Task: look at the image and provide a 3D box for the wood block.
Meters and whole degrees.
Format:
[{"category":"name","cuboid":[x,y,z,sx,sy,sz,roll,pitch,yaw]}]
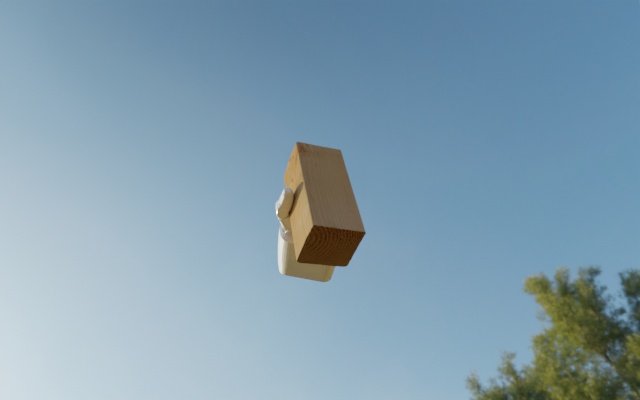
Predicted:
[{"category":"wood block","cuboid":[0.000,0.003,0.819,0.091,0.090,0.206,8,42,-20]}]
